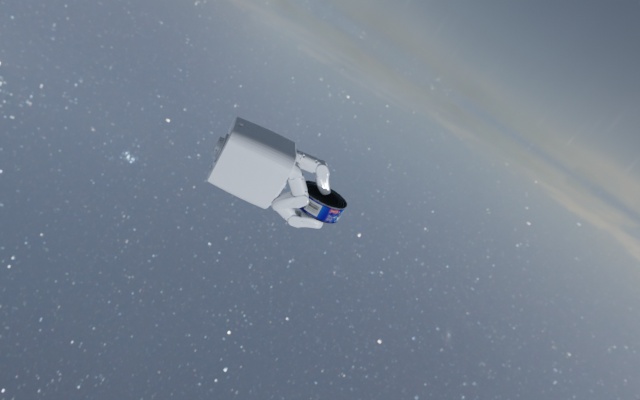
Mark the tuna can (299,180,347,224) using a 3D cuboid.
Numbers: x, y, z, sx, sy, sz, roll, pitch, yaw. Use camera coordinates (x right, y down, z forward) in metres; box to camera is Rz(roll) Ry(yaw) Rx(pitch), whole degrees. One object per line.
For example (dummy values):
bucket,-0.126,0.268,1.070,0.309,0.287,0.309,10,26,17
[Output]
tuna can,0.000,0.003,0.817,0.086,0.034,0.086,24,21,-10
